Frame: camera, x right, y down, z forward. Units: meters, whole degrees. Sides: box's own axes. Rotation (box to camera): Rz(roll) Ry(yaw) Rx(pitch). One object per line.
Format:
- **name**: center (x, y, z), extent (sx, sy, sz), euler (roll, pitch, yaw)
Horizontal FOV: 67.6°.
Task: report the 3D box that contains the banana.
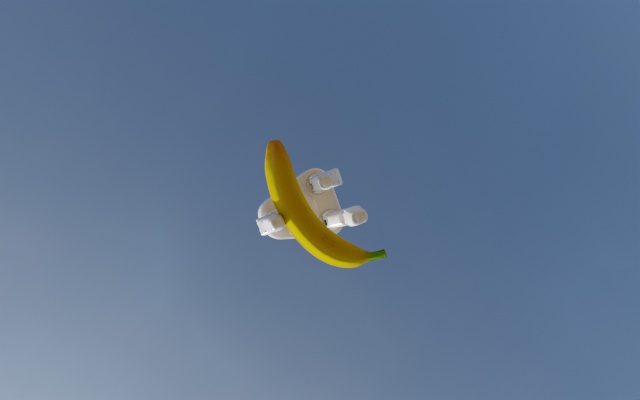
- **banana**: center (-0.011, 0.017, 0.582), extent (0.069, 0.198, 0.037), euler (-44, 5, -1)
